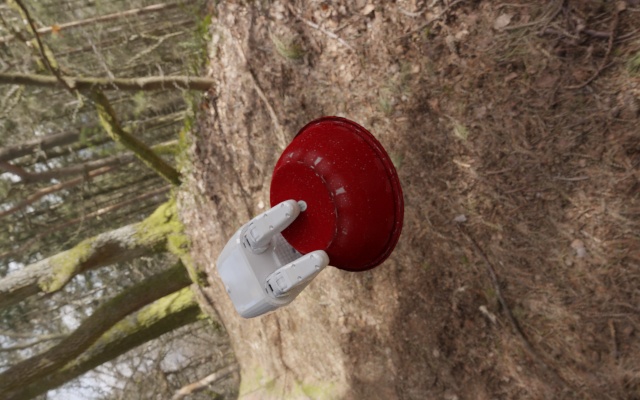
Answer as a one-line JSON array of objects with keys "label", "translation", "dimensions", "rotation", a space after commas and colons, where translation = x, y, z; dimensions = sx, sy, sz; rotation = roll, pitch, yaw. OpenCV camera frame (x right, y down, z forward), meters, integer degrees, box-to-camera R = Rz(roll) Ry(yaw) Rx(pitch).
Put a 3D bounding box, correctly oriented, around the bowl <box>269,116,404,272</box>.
[{"label": "bowl", "translation": [0.000, 0.001, 0.466], "dimensions": [0.162, 0.162, 0.055], "rotation": [0, 13, 45]}]
